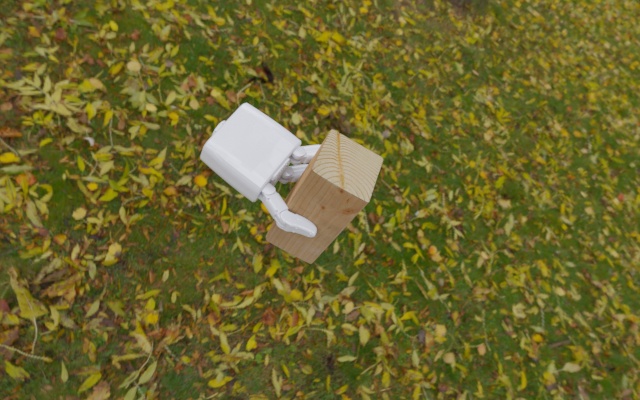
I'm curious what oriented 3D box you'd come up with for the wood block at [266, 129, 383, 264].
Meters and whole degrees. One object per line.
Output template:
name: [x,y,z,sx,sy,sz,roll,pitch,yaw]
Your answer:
wood block: [0.000,0.002,0.732,0.090,0.090,0.206,29,-38,-7]
